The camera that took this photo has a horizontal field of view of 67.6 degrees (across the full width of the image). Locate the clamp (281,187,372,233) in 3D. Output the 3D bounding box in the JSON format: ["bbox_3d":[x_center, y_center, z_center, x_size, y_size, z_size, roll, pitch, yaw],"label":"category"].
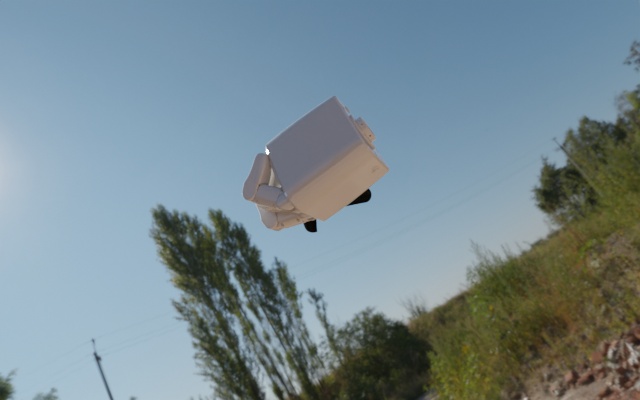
[{"bbox_3d":[0.000,0.002,0.672,0.120,0.039,0.171,-34,-20,14],"label":"clamp"}]
